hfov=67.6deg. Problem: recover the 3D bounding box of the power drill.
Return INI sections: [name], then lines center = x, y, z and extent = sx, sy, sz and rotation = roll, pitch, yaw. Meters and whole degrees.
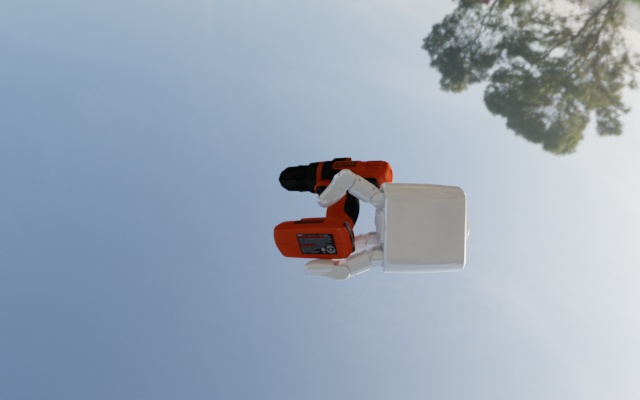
[power drill]
center = 0.000, 0.003, 0.689
extent = 0.184, 0.057, 0.187
rotation = -3, 36, 23
